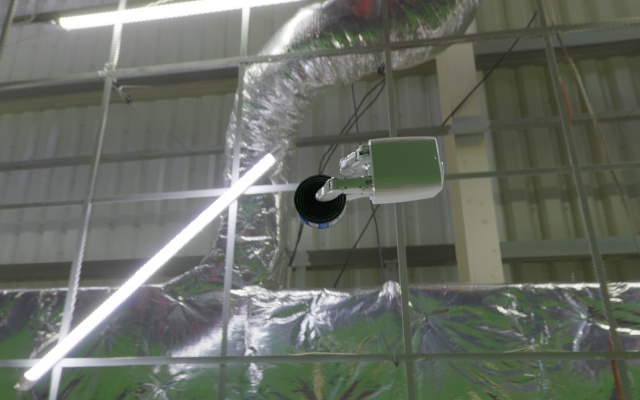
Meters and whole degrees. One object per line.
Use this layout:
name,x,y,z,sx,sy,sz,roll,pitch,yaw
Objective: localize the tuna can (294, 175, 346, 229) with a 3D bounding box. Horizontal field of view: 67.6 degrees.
tuna can,0.000,0.003,0.791,0.086,0.086,0.034,0,-21,3
